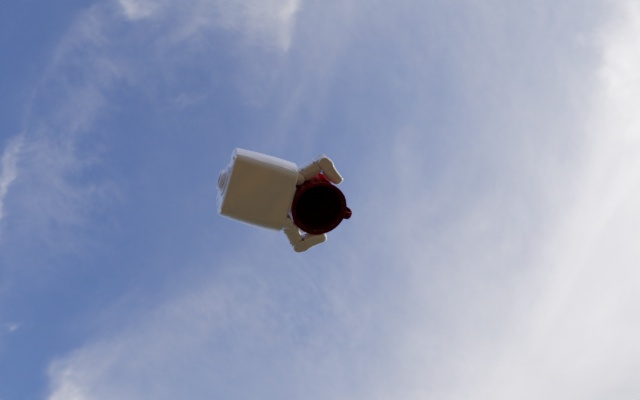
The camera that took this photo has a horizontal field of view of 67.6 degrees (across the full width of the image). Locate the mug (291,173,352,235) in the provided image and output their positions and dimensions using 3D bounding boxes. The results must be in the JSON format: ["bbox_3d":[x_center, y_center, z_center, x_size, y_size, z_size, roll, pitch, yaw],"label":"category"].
[{"bbox_3d":[0.001,0.003,0.820,0.117,0.093,0.081,17,17,-20],"label":"mug"}]
